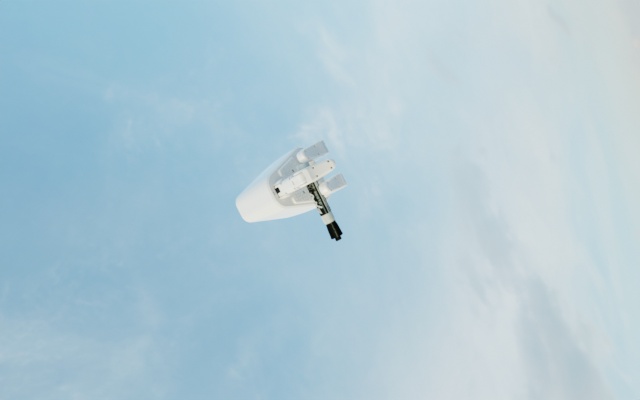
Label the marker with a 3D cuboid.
[{"bbox_3d":[0.000,0.002,0.680,0.020,0.121,0.020,-26,2,1],"label":"marker"}]
